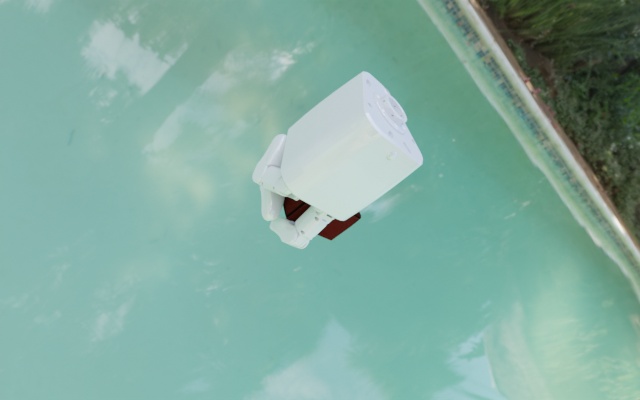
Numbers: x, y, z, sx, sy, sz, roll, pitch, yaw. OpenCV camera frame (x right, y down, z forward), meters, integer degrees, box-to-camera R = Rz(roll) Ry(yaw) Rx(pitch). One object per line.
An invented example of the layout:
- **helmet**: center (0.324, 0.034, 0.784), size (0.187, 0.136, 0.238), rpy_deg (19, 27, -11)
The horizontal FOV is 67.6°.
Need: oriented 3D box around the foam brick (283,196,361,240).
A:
- **foam brick**: center (0.000, 0.002, 0.552), size (0.051, 0.053, 0.078), rpy_deg (-39, -45, 25)
